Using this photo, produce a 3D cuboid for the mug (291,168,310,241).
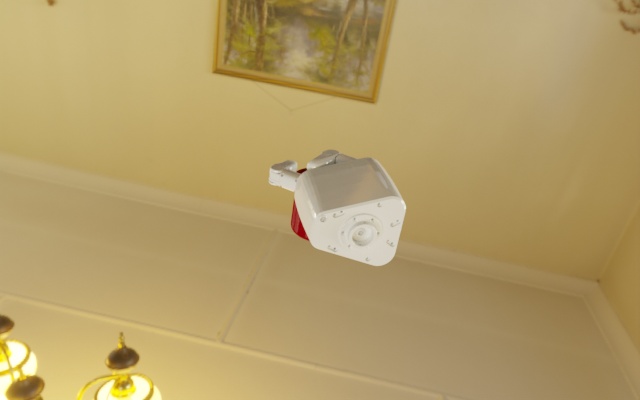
[{"bbox_3d":[0.000,0.002,0.691,0.093,0.081,0.117,4,26,-12],"label":"mug"}]
